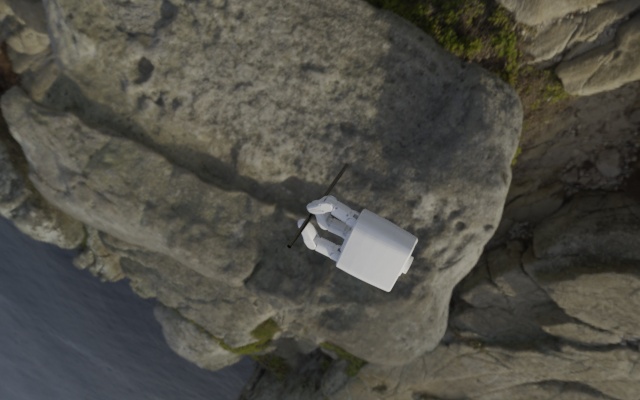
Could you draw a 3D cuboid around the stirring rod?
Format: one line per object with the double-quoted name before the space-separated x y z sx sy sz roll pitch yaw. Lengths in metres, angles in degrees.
"stirring rod" 0.000 0.003 0.869 0.011 0.011 0.239 0 38 33
